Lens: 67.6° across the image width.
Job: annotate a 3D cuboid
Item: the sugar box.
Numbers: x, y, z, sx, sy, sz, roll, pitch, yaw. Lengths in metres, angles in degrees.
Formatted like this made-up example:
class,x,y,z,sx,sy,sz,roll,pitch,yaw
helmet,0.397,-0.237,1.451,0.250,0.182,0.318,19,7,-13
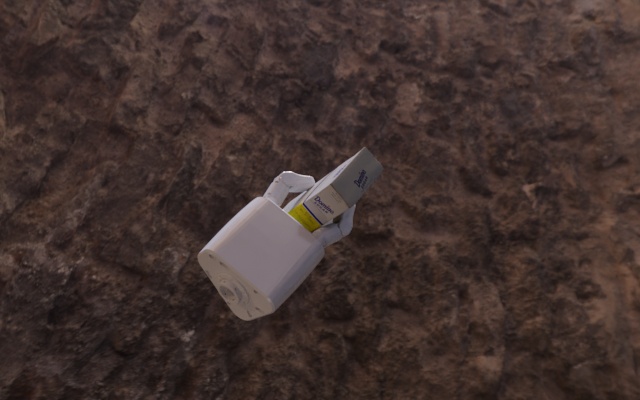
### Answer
class,x,y,z,sx,sy,sz,roll,pitch,yaw
sugar box,0.000,0.003,0.652,0.176,0.048,0.093,-30,13,49
